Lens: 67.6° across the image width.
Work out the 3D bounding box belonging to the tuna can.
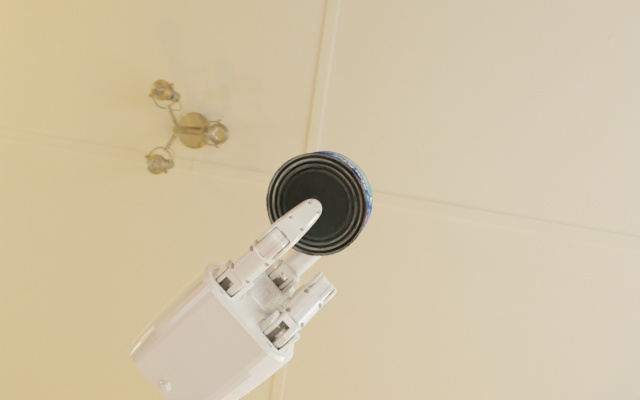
[{"bbox_3d":[0.000,0.001,0.403,0.086,0.086,0.033,0,10,16],"label":"tuna can"}]
